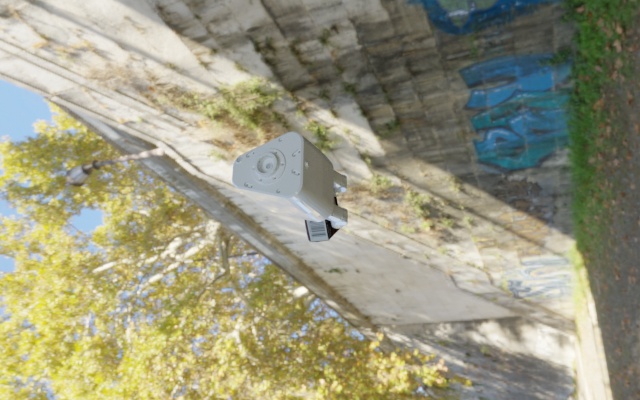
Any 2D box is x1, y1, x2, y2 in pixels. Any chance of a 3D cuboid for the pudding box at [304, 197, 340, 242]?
[{"bbox_3d":[0.000,0.003,0.780,0.039,0.113,0.090,-6,9,18],"label":"pudding box"}]
